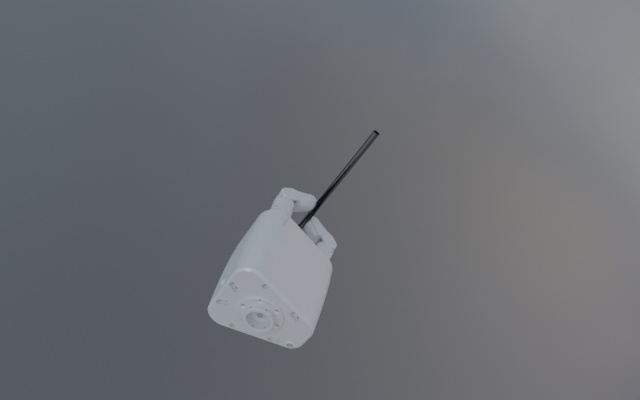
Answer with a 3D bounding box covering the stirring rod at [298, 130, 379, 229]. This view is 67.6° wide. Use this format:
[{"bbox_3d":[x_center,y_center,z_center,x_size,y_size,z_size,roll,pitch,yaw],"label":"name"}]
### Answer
[{"bbox_3d":[0.000,0.002,0.613,0.011,0.011,0.240,0,-42,-46],"label":"stirring rod"}]
